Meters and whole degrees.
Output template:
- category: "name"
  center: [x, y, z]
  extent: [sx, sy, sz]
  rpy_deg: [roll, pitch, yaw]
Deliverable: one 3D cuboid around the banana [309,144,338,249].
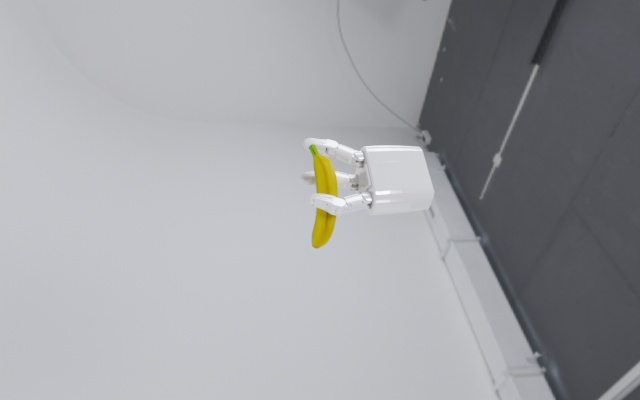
- category: "banana"
  center: [0.005, 0.007, 0.815]
  extent: [0.037, 0.198, 0.069]
  rpy_deg: [-6, 25, -15]
